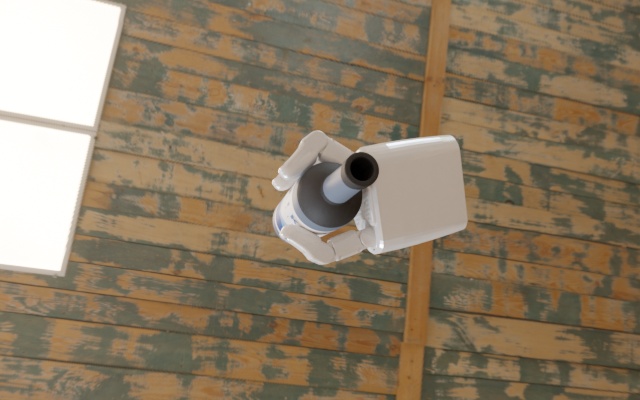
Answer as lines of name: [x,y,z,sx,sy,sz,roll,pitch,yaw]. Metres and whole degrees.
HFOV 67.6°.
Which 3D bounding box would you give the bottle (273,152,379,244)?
bottle: [0.000,0.002,0.500,0.069,0.069,0.296,0,-10,-12]
